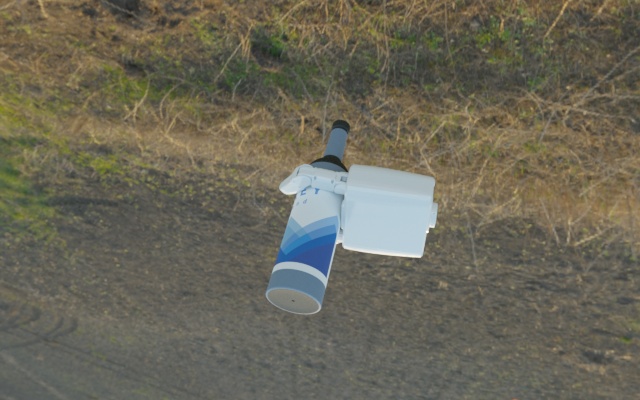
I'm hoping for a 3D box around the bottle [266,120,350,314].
[{"bbox_3d":[0.000,0.002,0.639,0.069,0.295,0.069,10,-36,7],"label":"bottle"}]
